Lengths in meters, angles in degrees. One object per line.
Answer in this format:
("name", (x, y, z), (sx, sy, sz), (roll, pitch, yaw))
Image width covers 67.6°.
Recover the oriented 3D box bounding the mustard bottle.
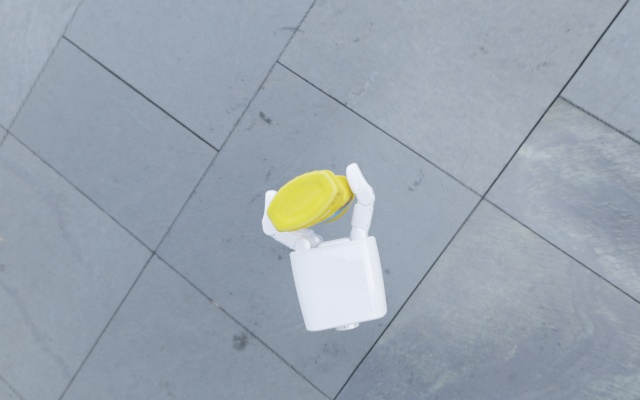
("mustard bottle", (0.000, 0.002, 0.660), (0.096, 0.058, 0.191), (-36, -9, 12))
